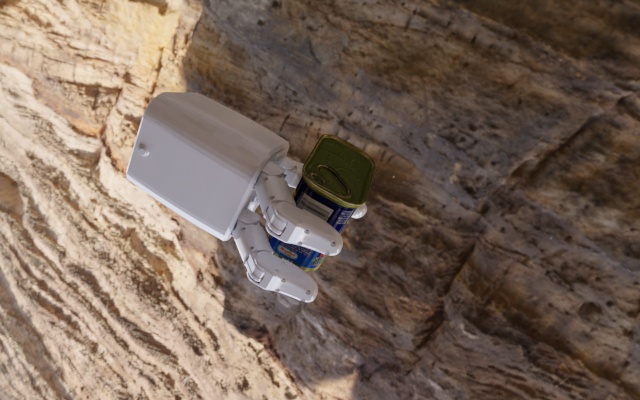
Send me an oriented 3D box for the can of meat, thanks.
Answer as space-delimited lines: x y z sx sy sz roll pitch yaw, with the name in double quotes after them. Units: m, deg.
0.000 0.002 0.424 0.057 0.084 0.102 29 31 -3 "can of meat"
